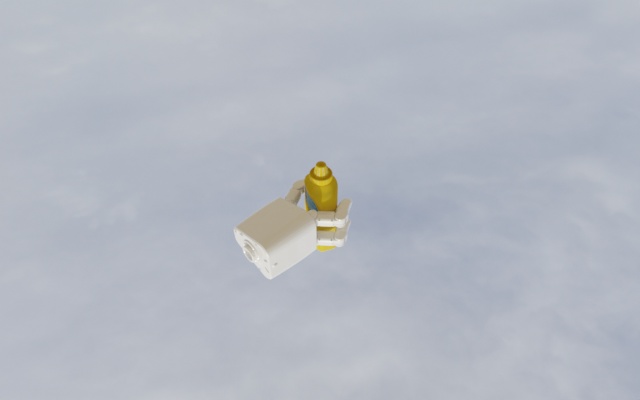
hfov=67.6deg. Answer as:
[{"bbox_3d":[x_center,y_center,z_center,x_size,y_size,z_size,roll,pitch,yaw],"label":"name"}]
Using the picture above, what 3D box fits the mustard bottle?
[{"bbox_3d":[0.000,0.003,0.889,0.058,0.096,0.192,-13,-41,-11],"label":"mustard bottle"}]
